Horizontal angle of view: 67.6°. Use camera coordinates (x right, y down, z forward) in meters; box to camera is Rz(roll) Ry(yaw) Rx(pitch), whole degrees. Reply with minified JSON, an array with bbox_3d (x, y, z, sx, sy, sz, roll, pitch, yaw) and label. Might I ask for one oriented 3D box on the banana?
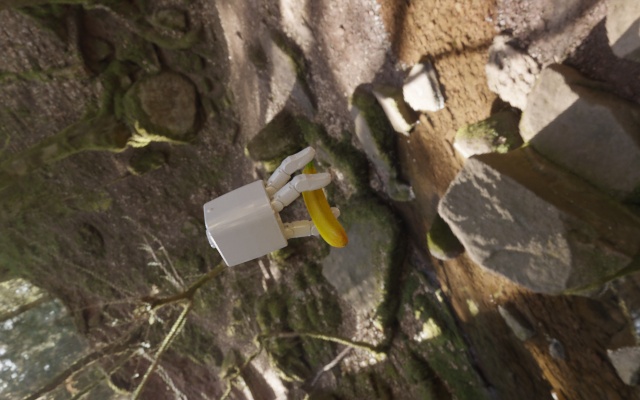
[{"bbox_3d":[0.000,0.012,0.772,0.037,0.197,0.070,-17,-38,-8],"label":"banana"}]
